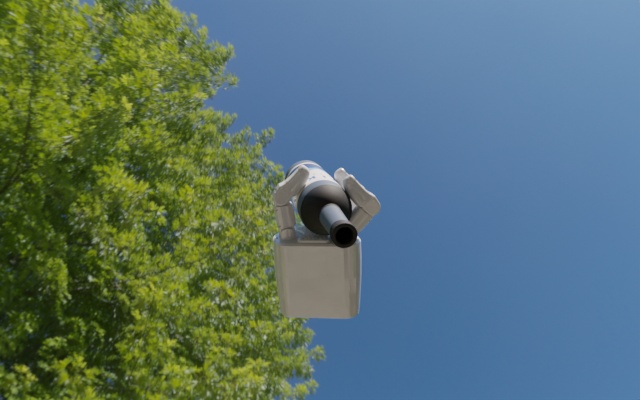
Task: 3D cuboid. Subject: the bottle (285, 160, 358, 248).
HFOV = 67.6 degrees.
[{"bbox_3d":[0.000,0.002,0.627,0.069,0.069,0.295,0,13,-10],"label":"bottle"}]
